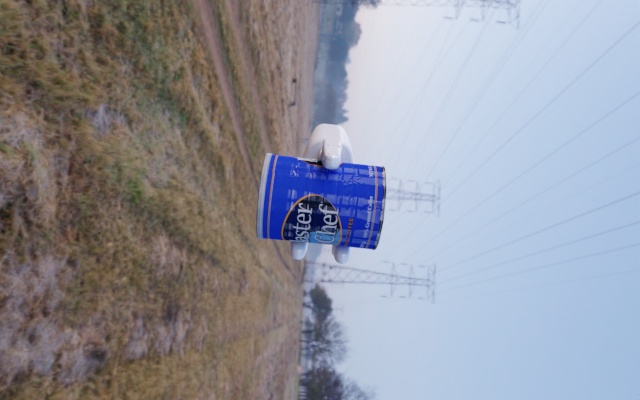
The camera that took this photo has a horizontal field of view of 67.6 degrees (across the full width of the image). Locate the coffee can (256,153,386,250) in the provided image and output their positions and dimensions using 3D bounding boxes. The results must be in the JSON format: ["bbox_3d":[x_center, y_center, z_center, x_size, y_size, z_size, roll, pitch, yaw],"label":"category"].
[{"bbox_3d":[0.000,0.002,0.571,0.140,0.103,0.103,6,0,-1],"label":"coffee can"}]
